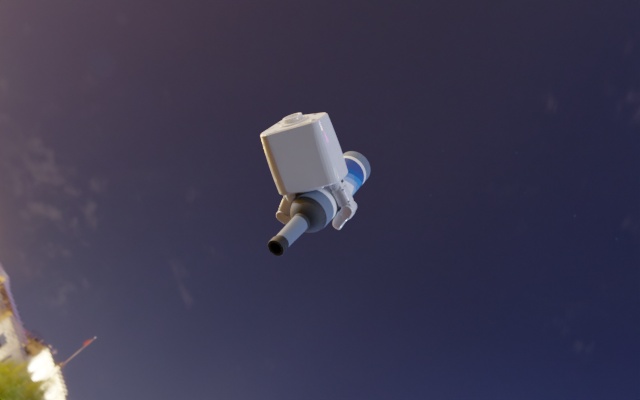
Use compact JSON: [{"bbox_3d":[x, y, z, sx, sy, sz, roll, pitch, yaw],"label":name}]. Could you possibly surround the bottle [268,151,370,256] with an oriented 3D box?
[{"bbox_3d":[0.000,0.003,0.803,0.069,0.069,0.295,0,27,30],"label":"bottle"}]
